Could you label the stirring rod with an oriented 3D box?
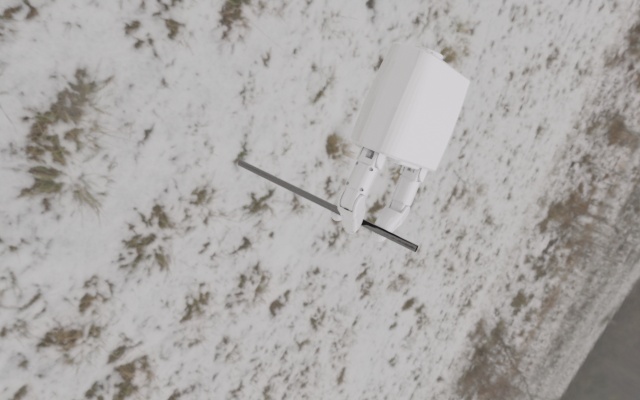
[{"bbox_3d":[0.000,0.002,0.541,0.239,0.011,0.011,26,11,23],"label":"stirring rod"}]
